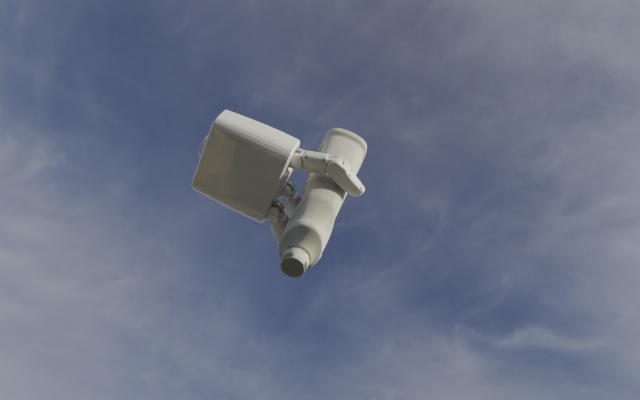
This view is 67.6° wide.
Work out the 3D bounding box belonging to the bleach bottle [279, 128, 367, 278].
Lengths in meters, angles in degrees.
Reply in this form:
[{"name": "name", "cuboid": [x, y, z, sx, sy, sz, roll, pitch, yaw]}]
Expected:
[{"name": "bleach bottle", "cuboid": [0.000, 0.002, 0.627, 0.068, 0.103, 0.250, 24, 35, 0]}]
